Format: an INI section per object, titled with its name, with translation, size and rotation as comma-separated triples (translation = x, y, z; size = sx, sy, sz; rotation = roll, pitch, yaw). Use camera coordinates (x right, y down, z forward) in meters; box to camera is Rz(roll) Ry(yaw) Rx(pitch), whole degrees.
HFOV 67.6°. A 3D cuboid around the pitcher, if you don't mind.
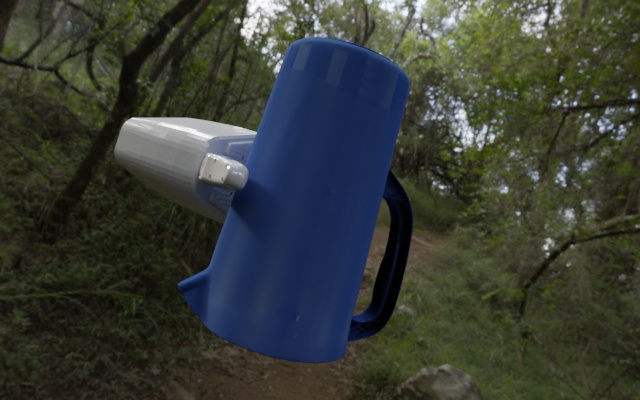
[pitcher]
translation = 0.000, 0.001, 0.405
size = 0.145, 0.243, 0.149
rotation = 18, 1, 26
